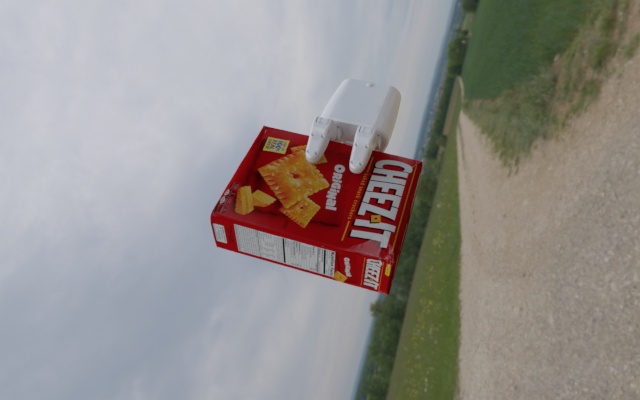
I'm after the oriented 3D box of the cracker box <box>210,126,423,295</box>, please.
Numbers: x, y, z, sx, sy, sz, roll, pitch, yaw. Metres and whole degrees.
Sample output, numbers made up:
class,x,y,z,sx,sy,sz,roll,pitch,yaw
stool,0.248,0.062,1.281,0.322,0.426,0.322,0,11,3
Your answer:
class,x,y,z,sx,sy,sz,roll,pitch,yaw
cracker box,0.000,0.002,0.576,0.213,0.164,0.072,14,-40,12
